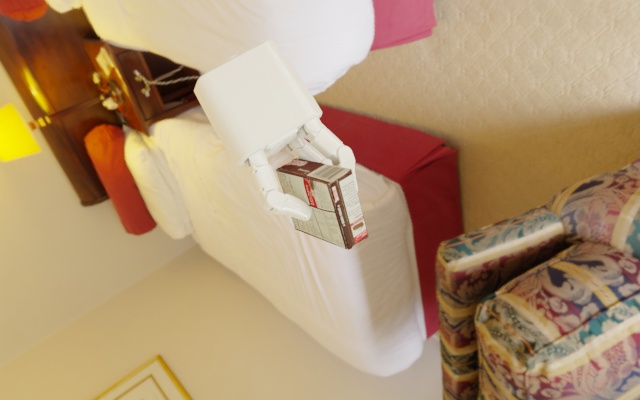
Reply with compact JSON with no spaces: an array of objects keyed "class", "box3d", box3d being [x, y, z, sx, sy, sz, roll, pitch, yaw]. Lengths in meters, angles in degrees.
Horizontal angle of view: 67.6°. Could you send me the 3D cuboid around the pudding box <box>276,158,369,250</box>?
[{"class":"pudding box","box3d":[0.000,0.002,0.575,0.039,0.090,0.113,-31,28,-27]}]
